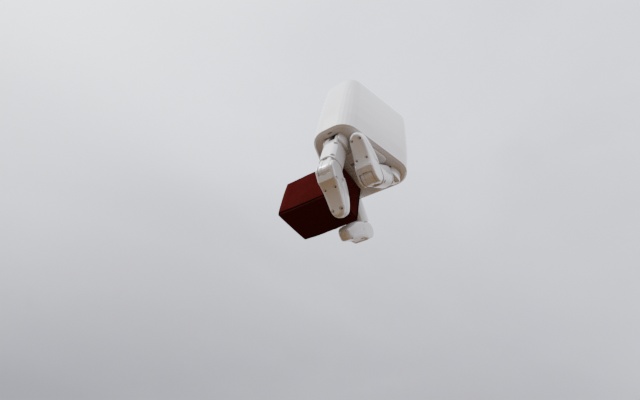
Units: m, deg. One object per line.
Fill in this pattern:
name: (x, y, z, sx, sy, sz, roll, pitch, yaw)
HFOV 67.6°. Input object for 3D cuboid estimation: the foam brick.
foam brick: (0.000, 0.002, 0.556, 0.078, 0.051, 0.053, -22, -52, 28)
